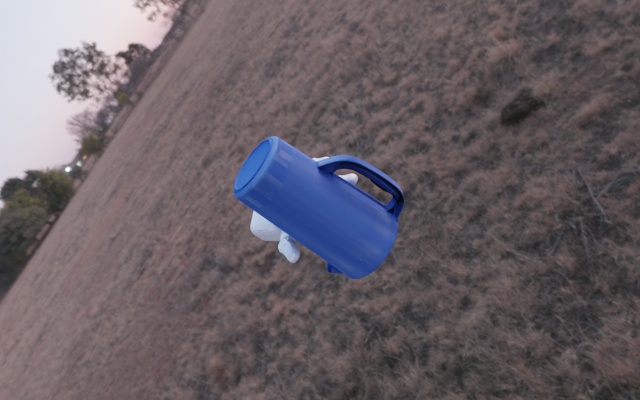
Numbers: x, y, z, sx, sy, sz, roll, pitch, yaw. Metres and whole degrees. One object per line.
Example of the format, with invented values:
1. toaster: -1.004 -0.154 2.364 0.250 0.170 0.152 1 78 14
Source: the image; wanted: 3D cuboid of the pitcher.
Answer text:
1. pitcher: 0.000 0.002 0.733 0.243 0.149 0.145 34 -21 -24
